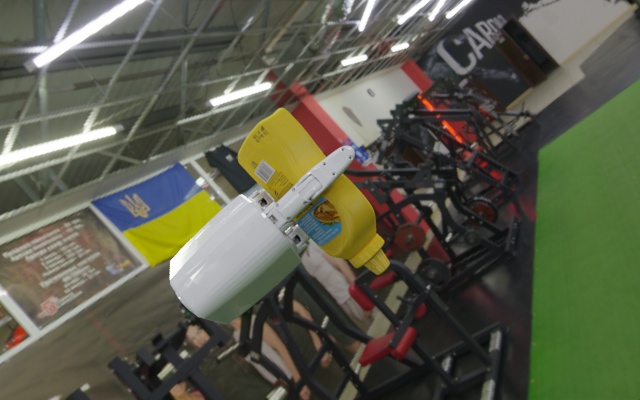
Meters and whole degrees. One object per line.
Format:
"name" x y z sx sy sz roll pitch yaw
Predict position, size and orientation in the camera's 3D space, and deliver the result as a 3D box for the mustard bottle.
"mustard bottle" 0.000 0.001 0.493 0.058 0.191 0.096 -42 -1 -33
